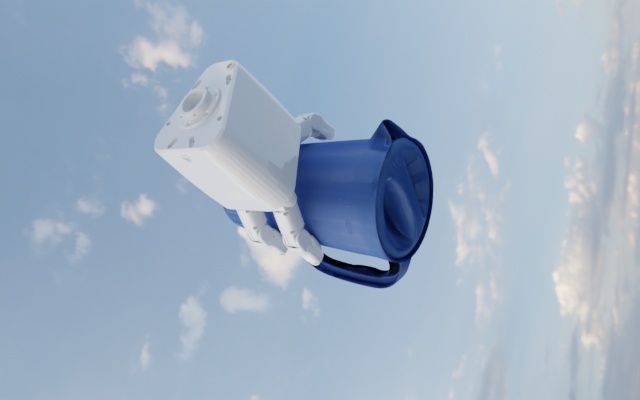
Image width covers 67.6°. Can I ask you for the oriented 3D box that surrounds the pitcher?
[{"bbox_3d":[0.000,0.002,0.566,0.243,0.149,0.145,5,-25,37],"label":"pitcher"}]
